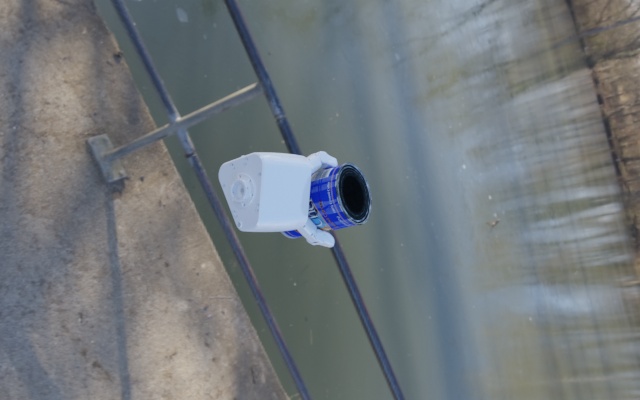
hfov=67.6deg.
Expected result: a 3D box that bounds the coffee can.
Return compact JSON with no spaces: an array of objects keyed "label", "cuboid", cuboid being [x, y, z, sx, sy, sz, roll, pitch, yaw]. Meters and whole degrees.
[{"label":"coffee can","cuboid":[0.000,0.003,0.805,0.140,0.103,0.103,-14,-8,35]}]
